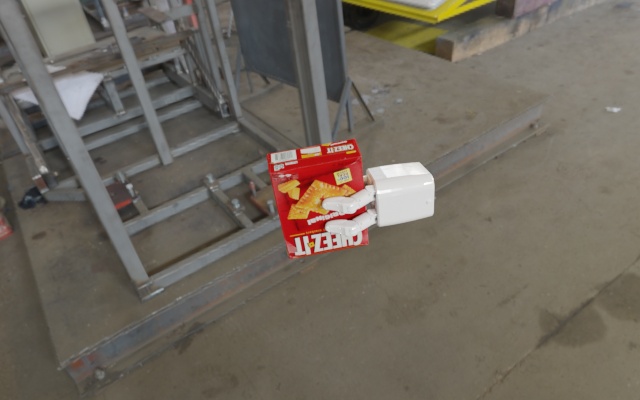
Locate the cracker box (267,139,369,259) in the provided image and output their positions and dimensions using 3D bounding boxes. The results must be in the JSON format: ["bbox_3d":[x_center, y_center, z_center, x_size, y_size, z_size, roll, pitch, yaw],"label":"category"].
[{"bbox_3d":[0.000,0.003,0.895,0.164,0.214,0.072,-10,38,-2],"label":"cracker box"}]
